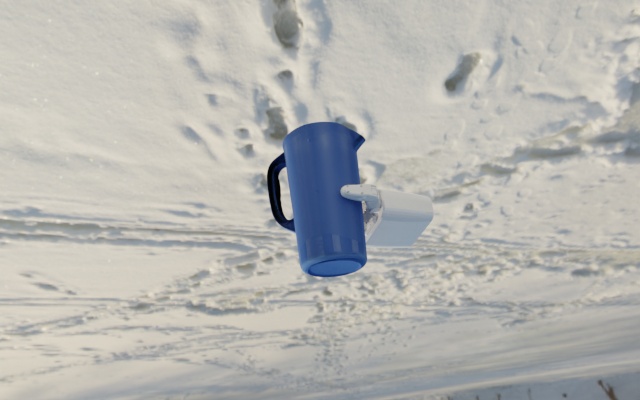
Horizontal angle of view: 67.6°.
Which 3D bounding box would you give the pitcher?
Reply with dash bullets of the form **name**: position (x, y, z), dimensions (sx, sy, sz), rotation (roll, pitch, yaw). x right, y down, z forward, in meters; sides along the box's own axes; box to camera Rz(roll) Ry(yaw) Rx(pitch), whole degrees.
- **pitcher**: position (0.000, 0.003, 0.810), dimensions (0.145, 0.242, 0.149), rotation (5, -27, -23)
